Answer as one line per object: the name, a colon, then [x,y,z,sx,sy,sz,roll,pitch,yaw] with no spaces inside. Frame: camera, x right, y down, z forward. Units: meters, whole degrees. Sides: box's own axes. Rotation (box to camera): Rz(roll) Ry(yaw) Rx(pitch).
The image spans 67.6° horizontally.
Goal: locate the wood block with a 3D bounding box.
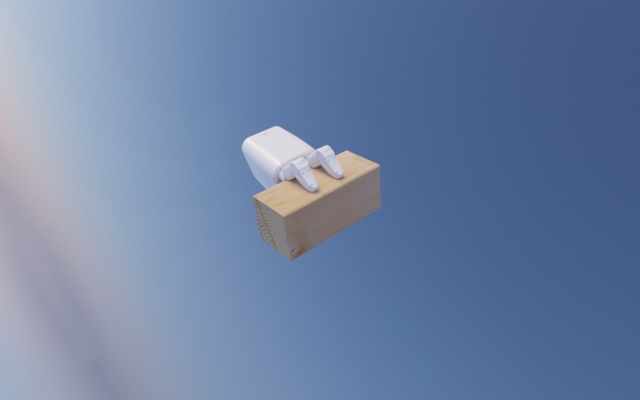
wood block: [0.000,0.003,0.813,0.206,0.091,0.090,-29,39,-30]
